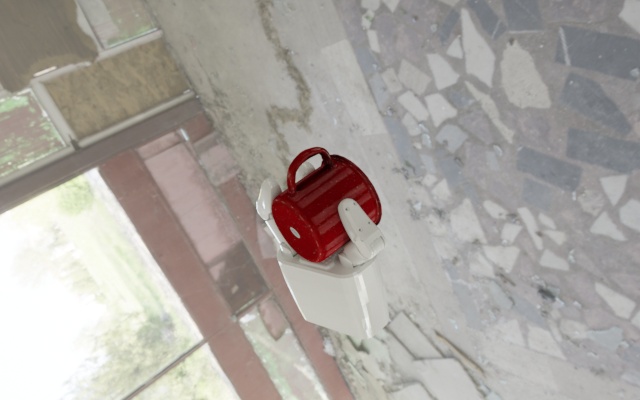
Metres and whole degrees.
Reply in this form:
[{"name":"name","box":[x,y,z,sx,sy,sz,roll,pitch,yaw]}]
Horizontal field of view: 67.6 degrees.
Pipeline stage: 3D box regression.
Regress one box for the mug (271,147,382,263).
[{"name":"mug","box":[0.000,0.001,0.494,0.081,0.117,0.093,-36,36,-26]}]
